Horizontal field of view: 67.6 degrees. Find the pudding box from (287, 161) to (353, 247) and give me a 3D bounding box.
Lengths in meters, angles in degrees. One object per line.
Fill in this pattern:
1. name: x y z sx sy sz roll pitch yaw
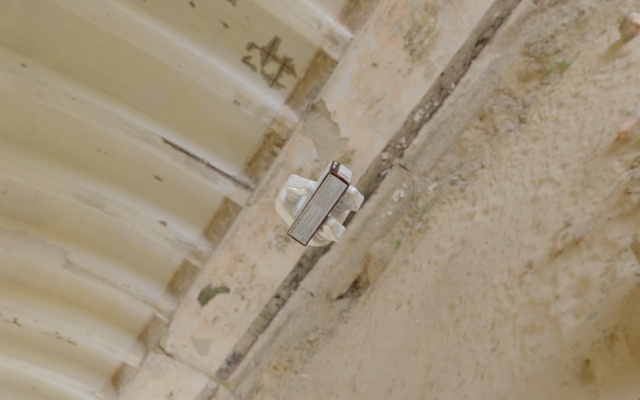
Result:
1. pudding box: 0.000 0.002 0.692 0.039 0.113 0.090 32 15 -4
